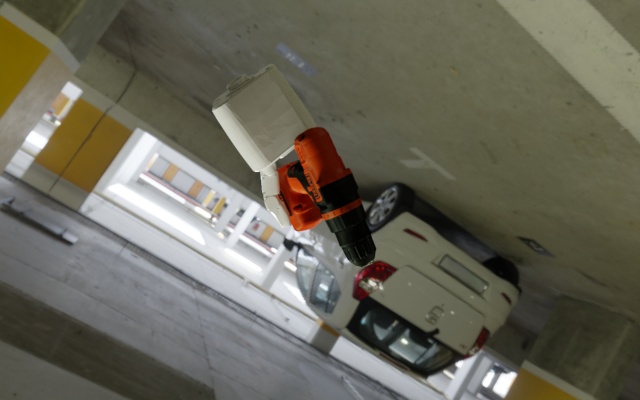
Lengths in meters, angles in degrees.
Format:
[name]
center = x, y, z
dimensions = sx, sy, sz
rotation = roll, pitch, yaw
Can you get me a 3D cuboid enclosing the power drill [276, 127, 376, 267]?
[power drill]
center = 0.000, 0.002, 0.658
dimensions = 0.057, 0.184, 0.187
rotation = -23, 3, -21
